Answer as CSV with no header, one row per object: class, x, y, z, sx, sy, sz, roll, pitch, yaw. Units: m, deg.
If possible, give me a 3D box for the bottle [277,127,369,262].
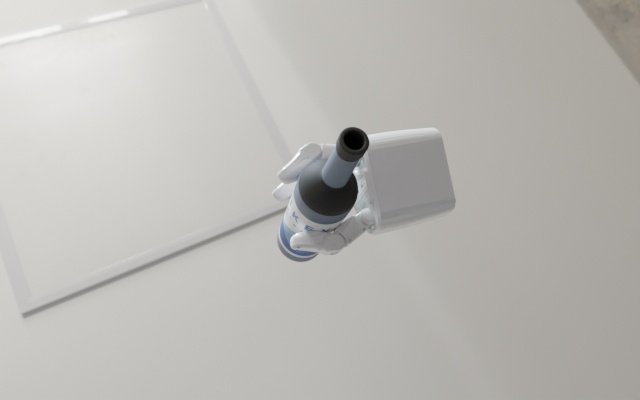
bottle,0.000,0.002,0.543,0.069,0.069,0.296,0,-21,-12
